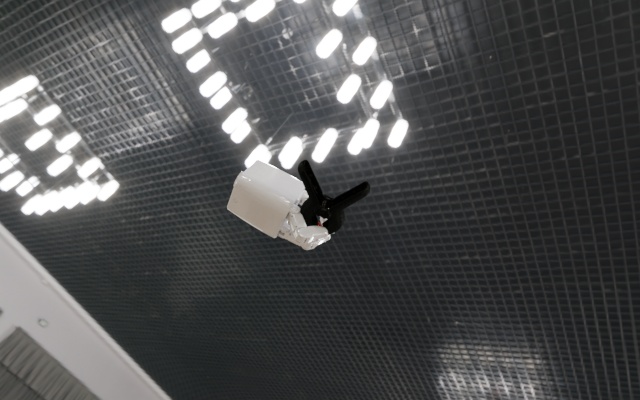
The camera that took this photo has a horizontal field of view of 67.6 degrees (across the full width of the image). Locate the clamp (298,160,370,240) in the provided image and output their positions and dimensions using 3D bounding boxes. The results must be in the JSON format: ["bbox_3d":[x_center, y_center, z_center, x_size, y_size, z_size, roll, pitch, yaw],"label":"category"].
[{"bbox_3d":[0.000,0.002,0.813,0.120,0.039,0.172,30,-45,1],"label":"clamp"}]
